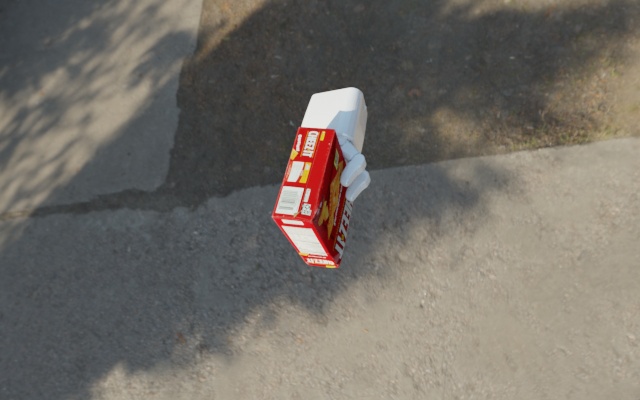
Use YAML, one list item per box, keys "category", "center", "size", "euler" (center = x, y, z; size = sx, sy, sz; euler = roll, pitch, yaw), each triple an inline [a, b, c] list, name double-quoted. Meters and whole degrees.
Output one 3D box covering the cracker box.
- category: "cracker box"
  center: [0.000, 0.003, 0.814]
  size: [0.072, 0.164, 0.214]
  euler: [7, -25, 18]
